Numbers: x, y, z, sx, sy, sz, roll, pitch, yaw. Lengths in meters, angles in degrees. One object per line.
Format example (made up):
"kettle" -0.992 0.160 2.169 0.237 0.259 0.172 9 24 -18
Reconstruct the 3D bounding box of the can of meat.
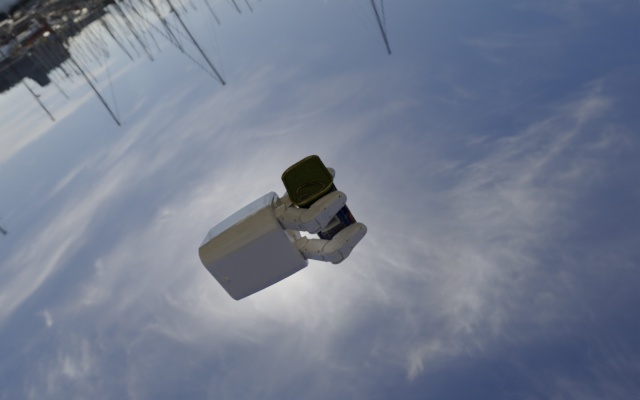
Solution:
"can of meat" 0.000 0.002 0.611 0.057 0.084 0.102 -31 30 1
